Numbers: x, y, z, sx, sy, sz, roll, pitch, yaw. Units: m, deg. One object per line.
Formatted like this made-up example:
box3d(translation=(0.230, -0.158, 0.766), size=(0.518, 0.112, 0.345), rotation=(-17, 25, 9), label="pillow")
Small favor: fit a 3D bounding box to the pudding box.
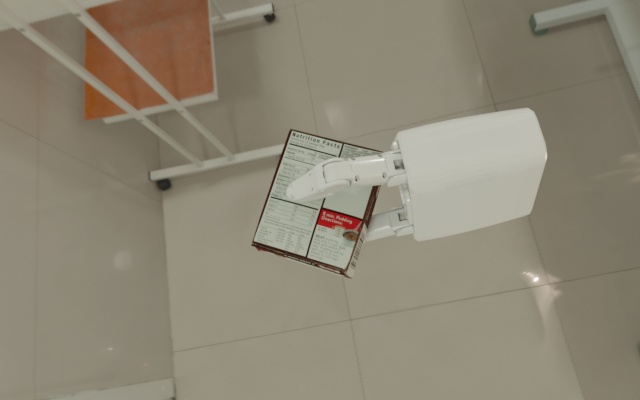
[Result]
box3d(translation=(0.000, 0.001, 0.421), size=(0.090, 0.113, 0.039), rotation=(16, -13, 13), label="pudding box")
